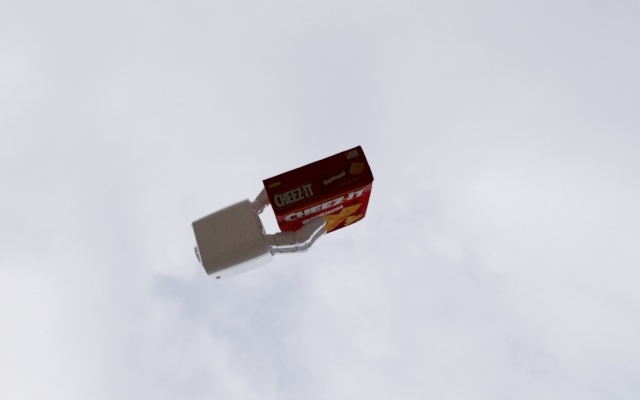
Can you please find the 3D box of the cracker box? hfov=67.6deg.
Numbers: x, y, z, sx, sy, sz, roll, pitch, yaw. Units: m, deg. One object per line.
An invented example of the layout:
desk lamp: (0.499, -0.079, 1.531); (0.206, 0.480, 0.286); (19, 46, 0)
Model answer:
cracker box: (0.000, 0.003, 0.820); (0.164, 0.072, 0.214); (-21, -17, -5)
